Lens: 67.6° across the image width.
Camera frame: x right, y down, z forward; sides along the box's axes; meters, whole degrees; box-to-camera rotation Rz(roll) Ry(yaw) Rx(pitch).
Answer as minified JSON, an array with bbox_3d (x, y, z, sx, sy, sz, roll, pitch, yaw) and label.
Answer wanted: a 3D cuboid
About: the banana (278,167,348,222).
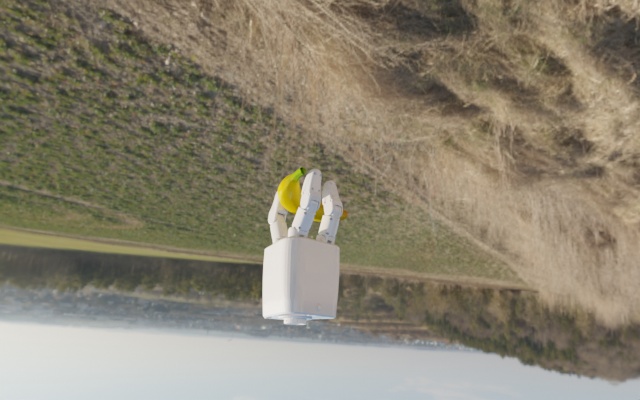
[{"bbox_3d":[-0.018,0.004,0.767,0.069,0.037,0.198,-8,-22,20],"label":"banana"}]
